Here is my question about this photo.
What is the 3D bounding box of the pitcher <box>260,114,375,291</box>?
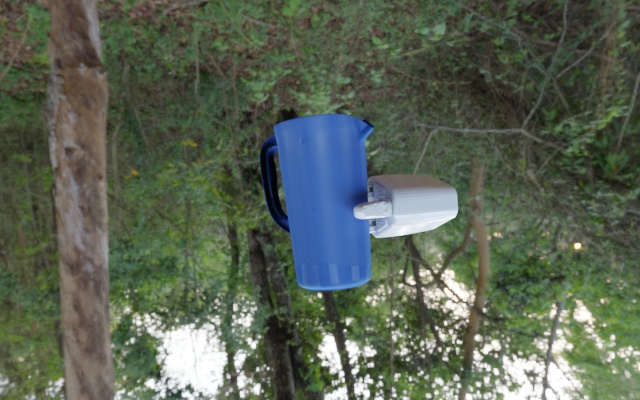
[{"bbox_3d":[0.000,0.002,0.698,0.145,0.243,0.149,-5,0,-17],"label":"pitcher"}]
